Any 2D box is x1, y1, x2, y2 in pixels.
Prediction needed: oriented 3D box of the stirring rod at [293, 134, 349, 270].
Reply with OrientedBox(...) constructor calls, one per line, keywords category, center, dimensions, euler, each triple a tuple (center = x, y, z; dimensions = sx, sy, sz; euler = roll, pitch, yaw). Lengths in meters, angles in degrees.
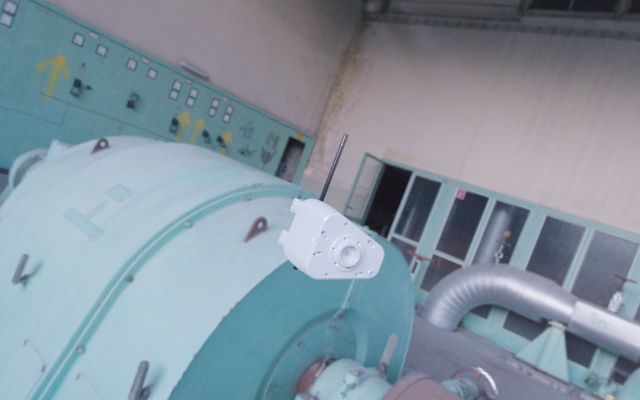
OrientedBox(category="stirring rod", center=(0.000, 0.003, 0.796), dimensions=(0.011, 0.239, 0.011), euler=(21, 2, -1))
